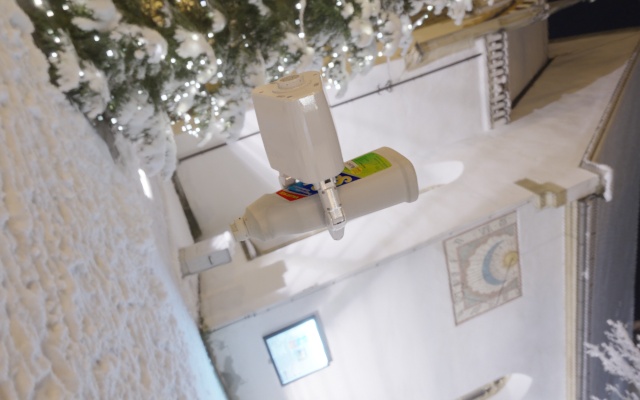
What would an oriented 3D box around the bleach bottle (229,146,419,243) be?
[{"bbox_3d":[0.000,0.002,0.653,0.251,0.068,0.102,-21,29,-11],"label":"bleach bottle"}]
